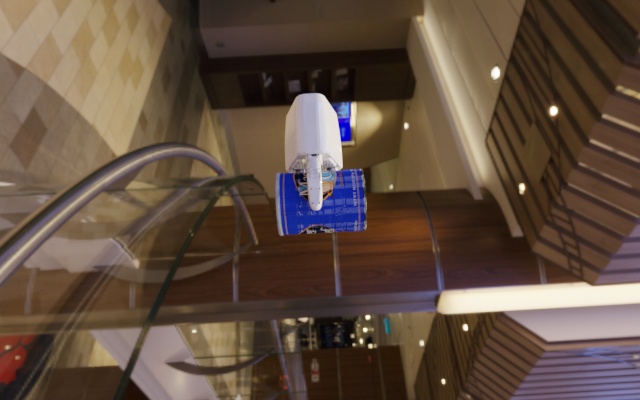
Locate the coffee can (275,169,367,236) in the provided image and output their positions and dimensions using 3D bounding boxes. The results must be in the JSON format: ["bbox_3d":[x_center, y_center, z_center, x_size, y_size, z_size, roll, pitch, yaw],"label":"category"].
[{"bbox_3d":[0.000,0.003,0.781,0.140,0.103,0.103,-3,0,0],"label":"coffee can"}]
